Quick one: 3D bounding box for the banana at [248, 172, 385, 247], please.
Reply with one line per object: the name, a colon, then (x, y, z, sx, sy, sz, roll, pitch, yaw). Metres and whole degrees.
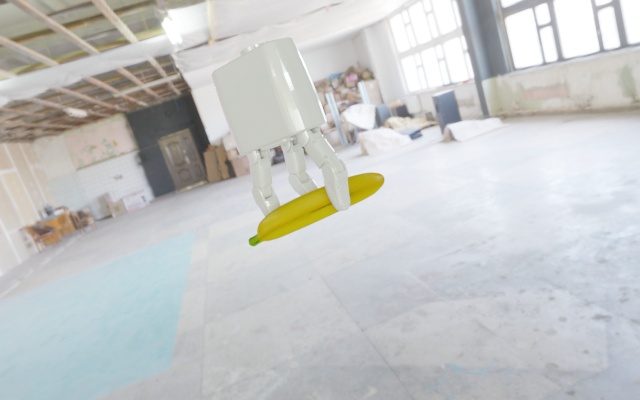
banana: (0.002, 0.003, 0.589, 0.198, 0.037, 0.069, -24, 3, -14)
